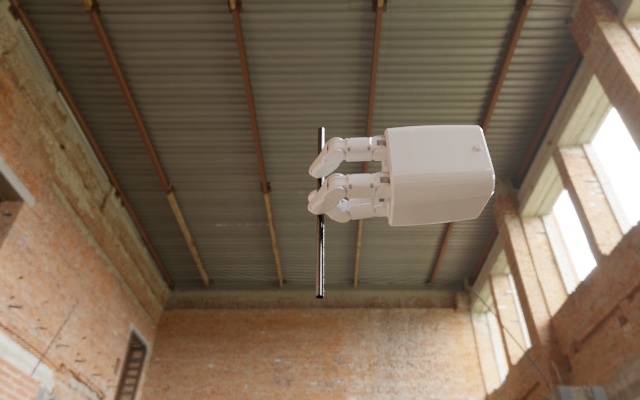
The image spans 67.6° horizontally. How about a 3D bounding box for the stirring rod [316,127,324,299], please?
[{"bbox_3d":[0.000,0.002,0.552,0.011,0.239,0.011,0,-38,0],"label":"stirring rod"}]
